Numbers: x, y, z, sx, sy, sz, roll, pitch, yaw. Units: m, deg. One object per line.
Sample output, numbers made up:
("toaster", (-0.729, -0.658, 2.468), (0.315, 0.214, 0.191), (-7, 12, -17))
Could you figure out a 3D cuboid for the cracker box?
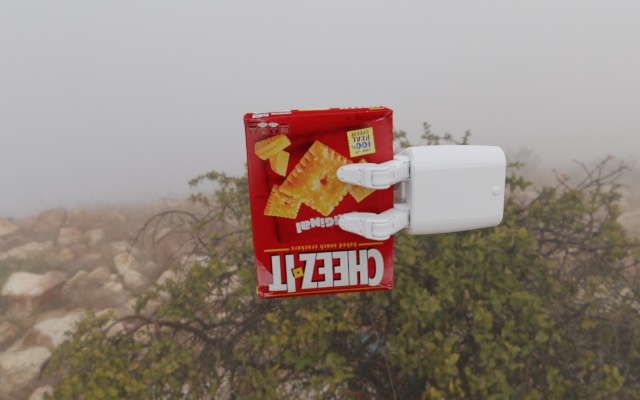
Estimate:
("cracker box", (0.000, 0.002, 0.559), (0.164, 0.214, 0.072), (-3, 15, -4))
